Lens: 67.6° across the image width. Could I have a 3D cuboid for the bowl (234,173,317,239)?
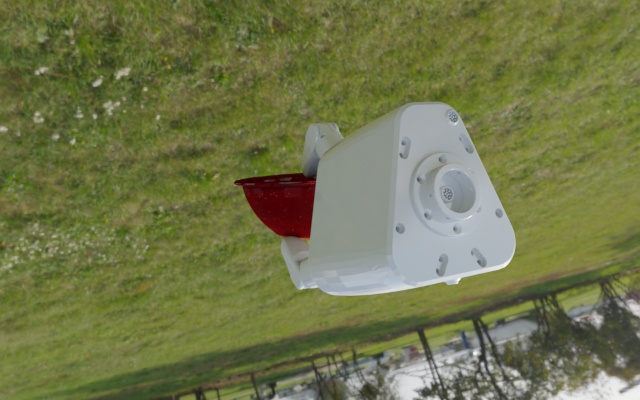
[{"bbox_3d":[0.000,0.002,0.463,0.162,0.055,0.162,-4,6,0],"label":"bowl"}]
